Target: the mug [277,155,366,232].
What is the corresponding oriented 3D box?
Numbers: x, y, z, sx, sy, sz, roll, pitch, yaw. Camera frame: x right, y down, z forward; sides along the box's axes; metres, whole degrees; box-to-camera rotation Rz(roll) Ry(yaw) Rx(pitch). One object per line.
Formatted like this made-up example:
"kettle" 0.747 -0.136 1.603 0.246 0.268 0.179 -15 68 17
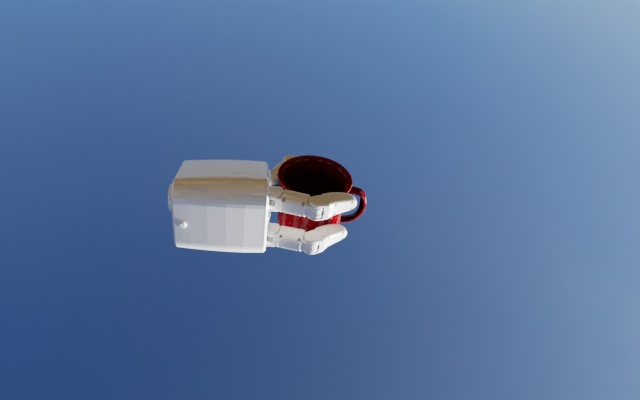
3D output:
"mug" 0.001 0.002 0.614 0.117 0.082 0.093 4 39 -8
